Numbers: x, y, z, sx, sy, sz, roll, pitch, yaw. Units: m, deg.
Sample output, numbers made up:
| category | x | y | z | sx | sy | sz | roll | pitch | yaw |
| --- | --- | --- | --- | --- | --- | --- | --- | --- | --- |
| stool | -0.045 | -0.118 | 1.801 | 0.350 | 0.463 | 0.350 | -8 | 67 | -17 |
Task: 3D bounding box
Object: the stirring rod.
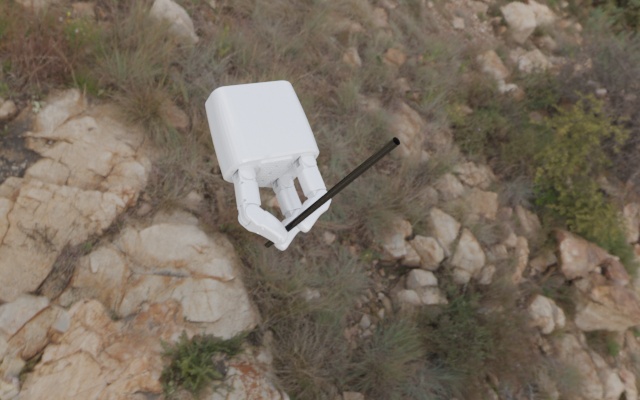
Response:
| category | x | y | z | sx | sy | sz | roll | pitch | yaw |
| --- | --- | --- | --- | --- | --- | --- | --- | --- | --- |
| stirring rod | 0.000 | 0.002 | 0.494 | 0.011 | 0.011 | 0.240 | 0 | -26 | -37 |
